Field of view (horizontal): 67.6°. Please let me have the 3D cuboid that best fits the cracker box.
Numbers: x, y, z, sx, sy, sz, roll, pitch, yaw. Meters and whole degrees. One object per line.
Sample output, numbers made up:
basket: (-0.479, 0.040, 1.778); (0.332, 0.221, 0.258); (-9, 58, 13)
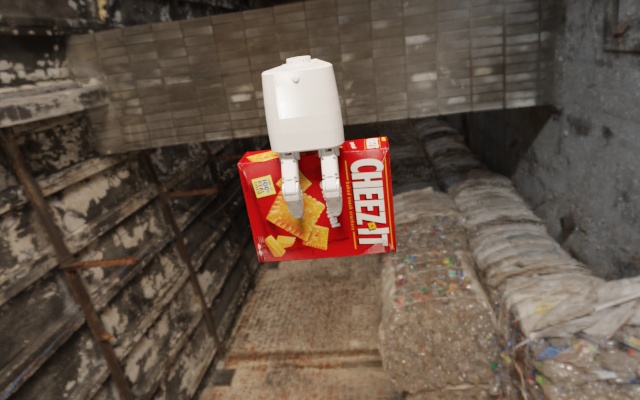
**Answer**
cracker box: (0.000, 0.002, 0.709); (0.214, 0.164, 0.072); (-5, 21, 7)
